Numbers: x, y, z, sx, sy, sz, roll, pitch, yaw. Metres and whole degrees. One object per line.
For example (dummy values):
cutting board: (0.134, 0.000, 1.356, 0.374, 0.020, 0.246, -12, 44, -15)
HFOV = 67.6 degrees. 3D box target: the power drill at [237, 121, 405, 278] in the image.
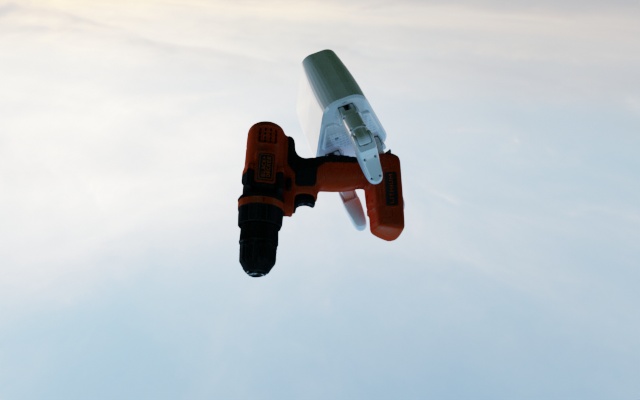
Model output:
power drill: (0.001, 0.002, 0.549, 0.187, 0.184, 0.057, 6, -22, -13)
